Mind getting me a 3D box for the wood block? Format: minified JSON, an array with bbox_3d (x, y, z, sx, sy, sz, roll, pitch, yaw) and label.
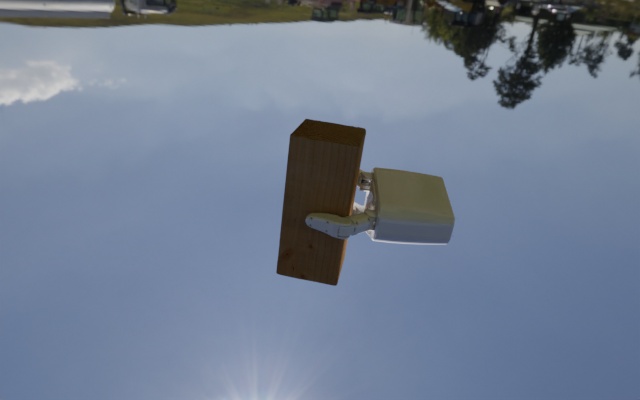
[{"bbox_3d":[0.000,0.002,0.666,0.090,0.206,0.090,11,24,7],"label":"wood block"}]
